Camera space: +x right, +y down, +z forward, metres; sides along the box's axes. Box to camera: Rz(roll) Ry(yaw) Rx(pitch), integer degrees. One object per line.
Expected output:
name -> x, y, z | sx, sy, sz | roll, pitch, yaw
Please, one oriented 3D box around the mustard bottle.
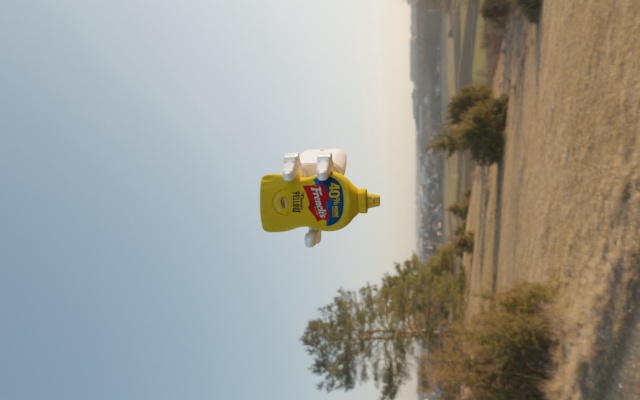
mustard bottle -> 0.000, 0.003, 0.773 | 0.191, 0.096, 0.058 | -1, -3, 10
